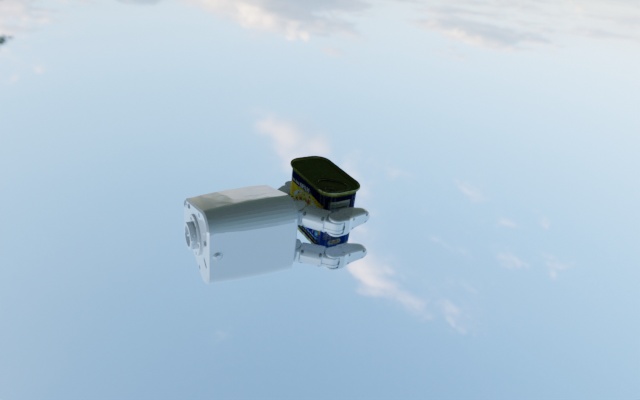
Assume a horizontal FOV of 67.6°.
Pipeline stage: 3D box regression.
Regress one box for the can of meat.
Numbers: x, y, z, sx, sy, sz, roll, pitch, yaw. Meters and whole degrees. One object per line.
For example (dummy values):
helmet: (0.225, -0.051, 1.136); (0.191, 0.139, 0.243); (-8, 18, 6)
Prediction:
can of meat: (0.000, 0.002, 0.610); (0.057, 0.084, 0.102); (-11, 34, -30)
